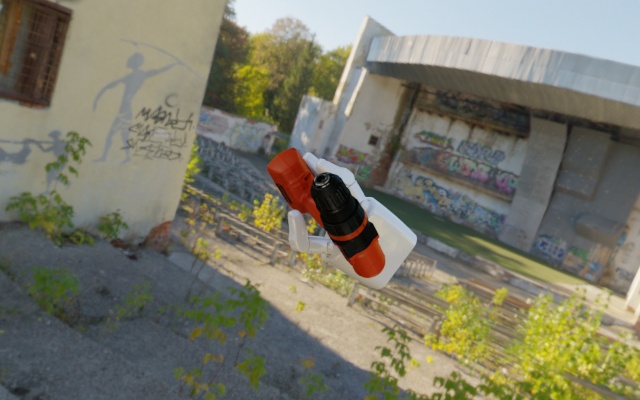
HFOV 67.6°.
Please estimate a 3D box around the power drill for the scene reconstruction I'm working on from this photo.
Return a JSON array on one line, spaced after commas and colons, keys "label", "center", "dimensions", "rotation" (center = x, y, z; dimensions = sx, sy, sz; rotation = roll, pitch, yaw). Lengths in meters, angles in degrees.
[{"label": "power drill", "center": [0.000, 0.002, 0.630], "dimensions": [0.057, 0.185, 0.187], "rotation": [-36, 43, -8]}]
